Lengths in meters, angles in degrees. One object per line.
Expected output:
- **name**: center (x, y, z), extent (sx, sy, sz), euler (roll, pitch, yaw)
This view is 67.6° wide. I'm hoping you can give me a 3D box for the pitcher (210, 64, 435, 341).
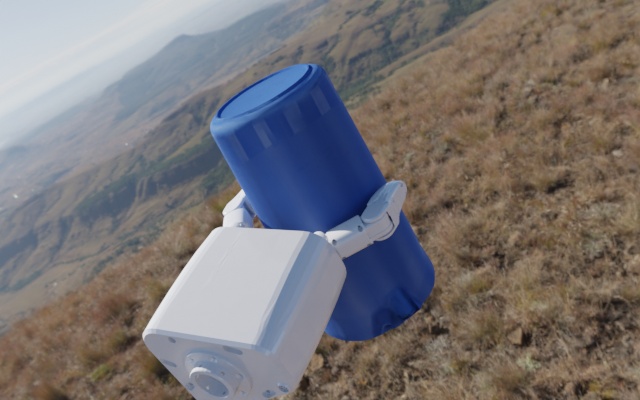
- **pitcher**: center (0.000, 0.002, 0.455), extent (0.149, 0.243, 0.145), euler (-12, 31, 30)
